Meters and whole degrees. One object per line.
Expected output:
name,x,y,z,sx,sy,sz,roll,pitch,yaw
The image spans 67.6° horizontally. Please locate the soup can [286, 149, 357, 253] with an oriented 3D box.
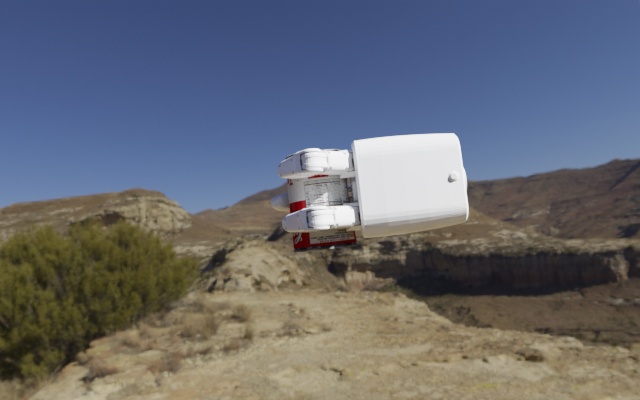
soup can,0.000,0.001,0.512,0.068,0.102,0.068,-6,-5,-1
